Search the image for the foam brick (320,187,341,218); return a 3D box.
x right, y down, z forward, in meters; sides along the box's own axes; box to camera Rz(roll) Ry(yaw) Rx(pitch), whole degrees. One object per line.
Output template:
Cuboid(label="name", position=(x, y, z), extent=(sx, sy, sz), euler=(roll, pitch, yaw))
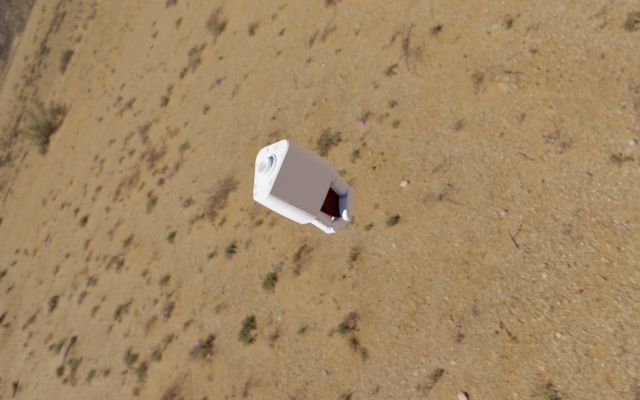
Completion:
Cuboid(label="foam brick", position=(0.000, 0.003, 0.884), extent=(0.051, 0.053, 0.078), euler=(28, -27, -35))
